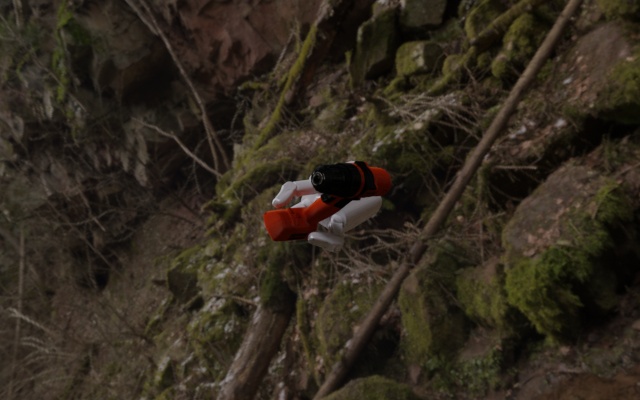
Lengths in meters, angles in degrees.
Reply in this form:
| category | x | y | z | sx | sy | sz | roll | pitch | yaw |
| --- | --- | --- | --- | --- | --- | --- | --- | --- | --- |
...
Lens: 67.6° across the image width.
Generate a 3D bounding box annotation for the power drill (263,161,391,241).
| category | x | y | z | sx | sy | sz | roll | pitch | yaw |
| --- | --- | --- | --- | --- | --- | --- | --- | --- | --- |
| power drill | 0.000 | 0.003 | 0.745 | 0.188 | 0.057 | 0.184 | -31 | -19 | 32 |
